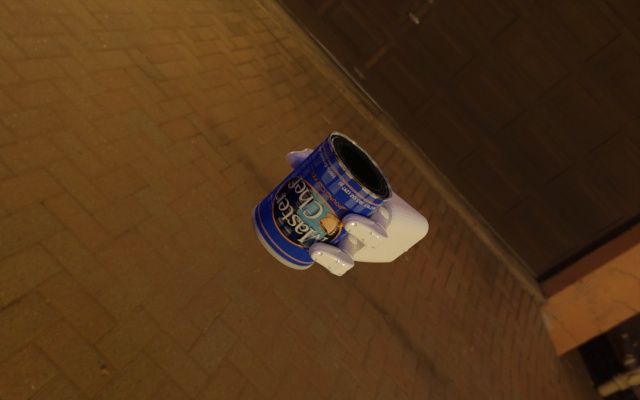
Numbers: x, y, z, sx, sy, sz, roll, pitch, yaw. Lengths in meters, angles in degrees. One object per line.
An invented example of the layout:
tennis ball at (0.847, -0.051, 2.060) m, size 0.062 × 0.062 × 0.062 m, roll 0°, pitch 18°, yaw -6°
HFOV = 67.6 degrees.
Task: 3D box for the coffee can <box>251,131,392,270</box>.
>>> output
coffee can at (0.000, 0.002, 0.574) m, size 0.140 × 0.102 × 0.103 m, roll -42°, pitch -20°, yaw 24°
